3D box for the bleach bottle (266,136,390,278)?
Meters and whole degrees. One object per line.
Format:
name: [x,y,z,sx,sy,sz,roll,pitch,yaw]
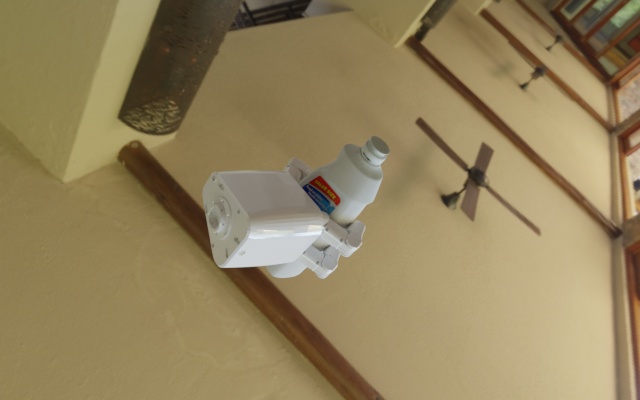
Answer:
bleach bottle: [0.000,0.002,0.639,0.068,0.102,0.251,-1,-36,-42]
